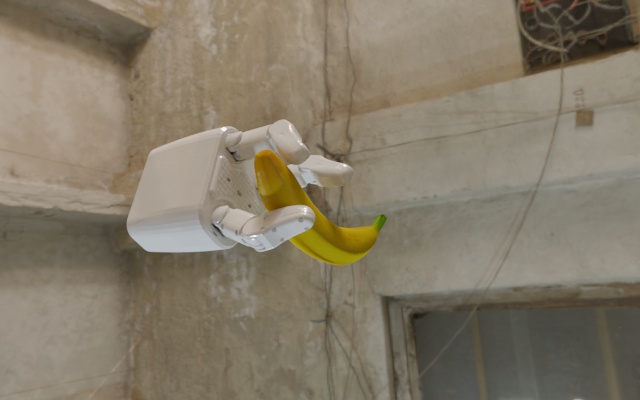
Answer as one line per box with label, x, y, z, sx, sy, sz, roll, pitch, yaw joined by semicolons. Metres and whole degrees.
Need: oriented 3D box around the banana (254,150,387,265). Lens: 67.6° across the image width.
banana;0.000;0.020;0.447;0.037;0.069;0.198;-5;-21;35
